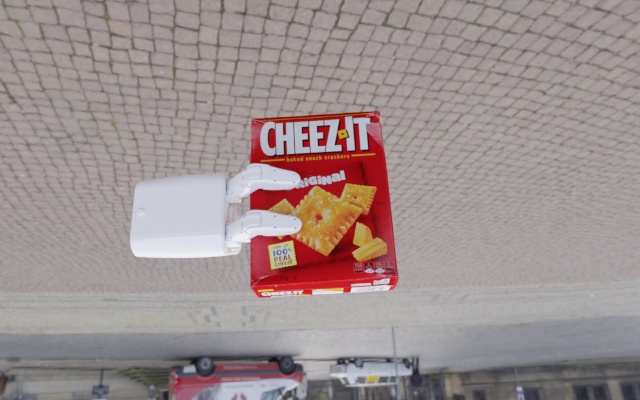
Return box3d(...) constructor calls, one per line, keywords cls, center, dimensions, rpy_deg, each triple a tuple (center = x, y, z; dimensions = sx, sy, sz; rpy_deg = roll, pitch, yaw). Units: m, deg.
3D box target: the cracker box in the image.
box3d(cls="cracker box", center=(0.000, 0.002, 0.574), dimensions=(0.164, 0.213, 0.072), rpy_deg=(-3, -22, 0))
